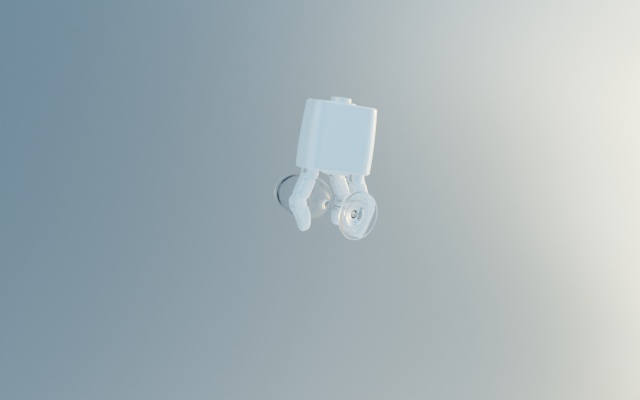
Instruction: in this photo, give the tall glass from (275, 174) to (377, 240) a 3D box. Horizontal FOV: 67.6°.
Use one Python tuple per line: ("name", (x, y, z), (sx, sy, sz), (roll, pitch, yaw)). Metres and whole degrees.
("tall glass", (0.000, 0.003, 0.787), (0.079, 0.079, 0.201), (0, 12, -36))
